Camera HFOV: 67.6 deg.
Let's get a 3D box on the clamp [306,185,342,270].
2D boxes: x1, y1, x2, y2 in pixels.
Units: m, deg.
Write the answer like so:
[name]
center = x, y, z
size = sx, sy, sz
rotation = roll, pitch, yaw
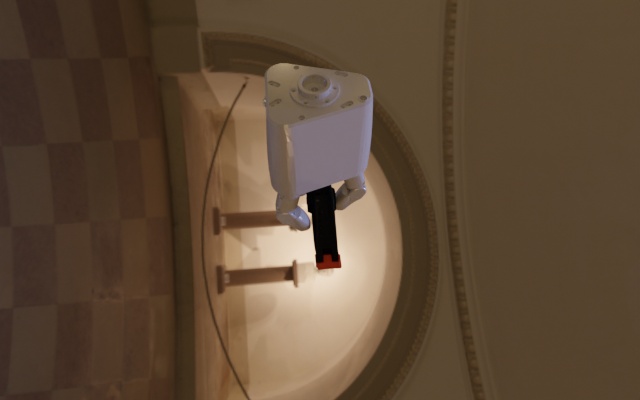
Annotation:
[clamp]
center = 0.001, 0.002, 0.604
size = 0.036, 0.209, 0.165
rotation = -5, -35, -3
